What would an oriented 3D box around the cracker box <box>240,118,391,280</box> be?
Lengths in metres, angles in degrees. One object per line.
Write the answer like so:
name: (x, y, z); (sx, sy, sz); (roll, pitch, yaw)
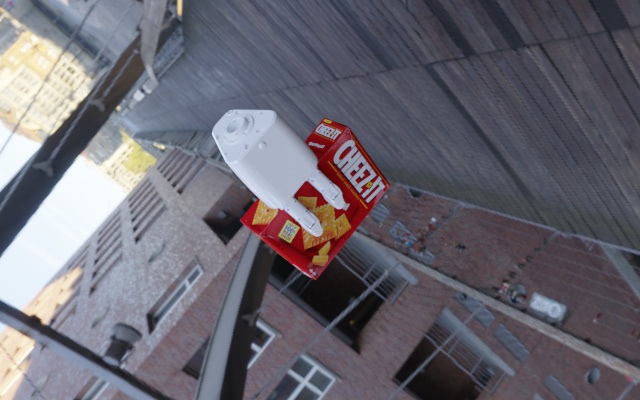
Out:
cracker box: (0.000, 0.003, 0.776); (0.072, 0.213, 0.164); (31, -11, 46)
